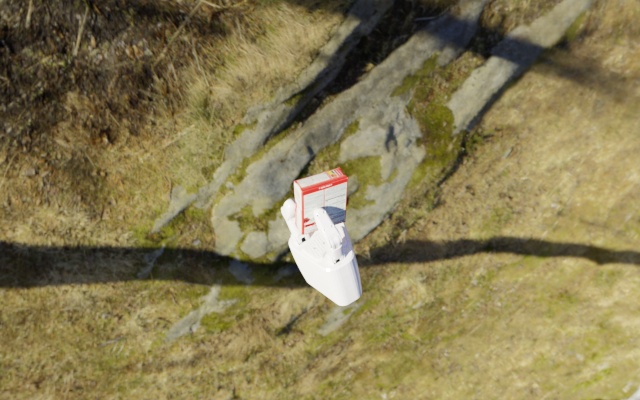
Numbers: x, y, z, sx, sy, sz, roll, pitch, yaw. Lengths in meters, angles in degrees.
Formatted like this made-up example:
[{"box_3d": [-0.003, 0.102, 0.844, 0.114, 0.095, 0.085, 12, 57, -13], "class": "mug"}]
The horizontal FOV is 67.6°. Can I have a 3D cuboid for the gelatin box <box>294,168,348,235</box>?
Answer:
[{"box_3d": [0.000, 0.002, 0.696, 0.073, 0.089, 0.030, -18, 45, -20], "class": "gelatin box"}]
